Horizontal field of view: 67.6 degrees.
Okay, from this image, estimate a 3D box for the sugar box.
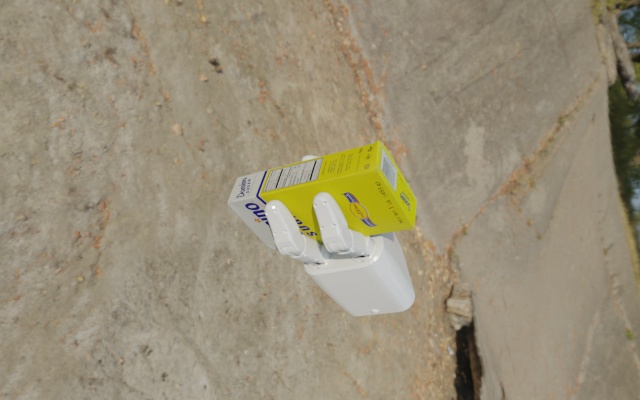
[{"bbox_3d":[0.000,0.002,0.497,0.176,0.048,0.093,-14,-47,28],"label":"sugar box"}]
